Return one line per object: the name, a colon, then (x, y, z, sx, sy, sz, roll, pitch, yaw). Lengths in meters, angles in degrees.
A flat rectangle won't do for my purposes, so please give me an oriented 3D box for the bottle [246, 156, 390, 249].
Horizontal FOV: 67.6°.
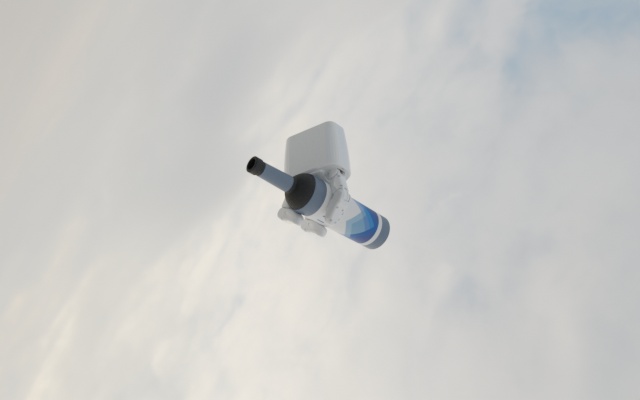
bottle: (0.000, 0.003, 0.803, 0.296, 0.069, 0.069, 29, -18, -36)
